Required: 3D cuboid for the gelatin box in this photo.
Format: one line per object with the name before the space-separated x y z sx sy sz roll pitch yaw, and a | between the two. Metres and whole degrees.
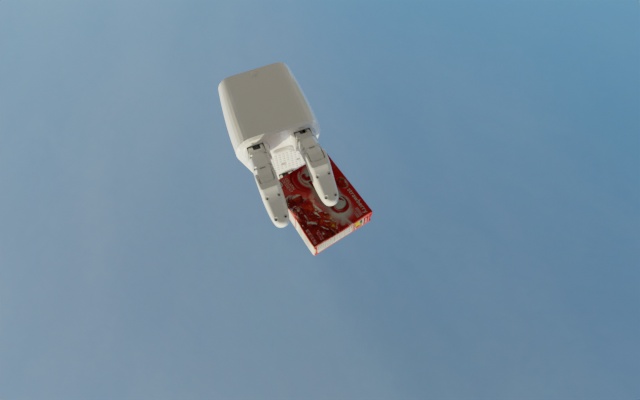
gelatin box | 0.000 0.002 0.511 0.073 0.089 0.030 -31 -22 -13
